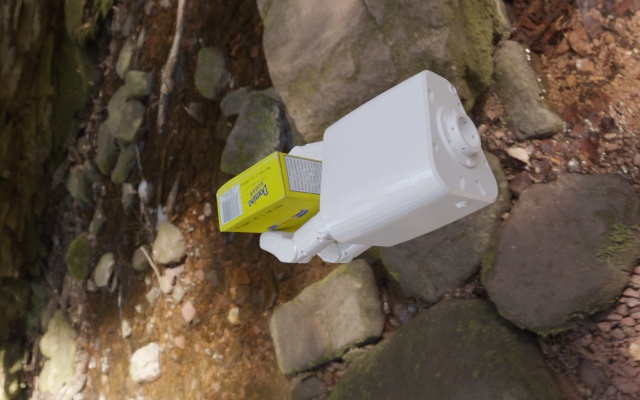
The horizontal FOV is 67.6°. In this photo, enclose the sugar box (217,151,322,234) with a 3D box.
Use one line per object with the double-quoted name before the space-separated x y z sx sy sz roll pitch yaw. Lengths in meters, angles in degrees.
"sugar box" 0.000 0.002 0.456 0.176 0.048 0.093 9 -25 -44
